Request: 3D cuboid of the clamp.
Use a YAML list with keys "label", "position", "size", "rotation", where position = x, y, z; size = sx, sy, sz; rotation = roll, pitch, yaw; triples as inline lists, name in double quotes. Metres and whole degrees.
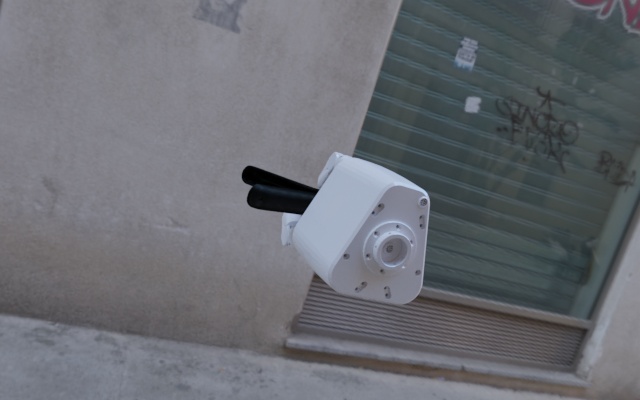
- label: "clamp"
  position: [0.001, 0.001, 0.580]
  size: [0.210, 0.036, 0.164]
  rotation: [15, 10, -21]
